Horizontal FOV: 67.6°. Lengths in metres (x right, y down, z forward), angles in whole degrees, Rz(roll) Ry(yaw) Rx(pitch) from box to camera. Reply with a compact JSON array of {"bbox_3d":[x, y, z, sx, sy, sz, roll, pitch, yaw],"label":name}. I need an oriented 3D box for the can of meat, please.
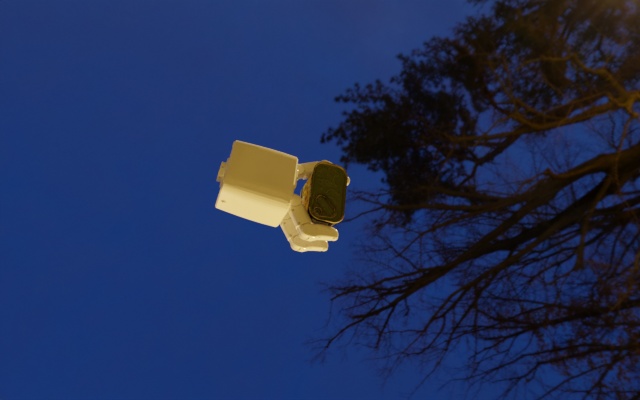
[{"bbox_3d":[0.000,0.003,0.772,0.057,0.102,0.084,14,-28,-14],"label":"can of meat"}]
